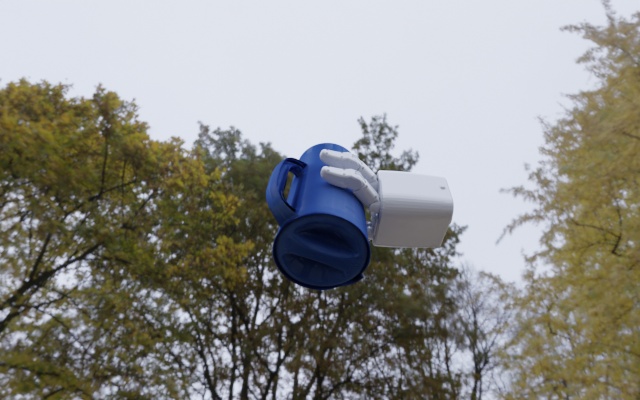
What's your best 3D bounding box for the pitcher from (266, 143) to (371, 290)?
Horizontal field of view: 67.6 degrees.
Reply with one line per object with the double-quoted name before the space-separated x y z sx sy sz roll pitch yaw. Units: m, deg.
"pitcher" 0.000 0.002 0.732 0.145 0.149 0.242 3 34 1
